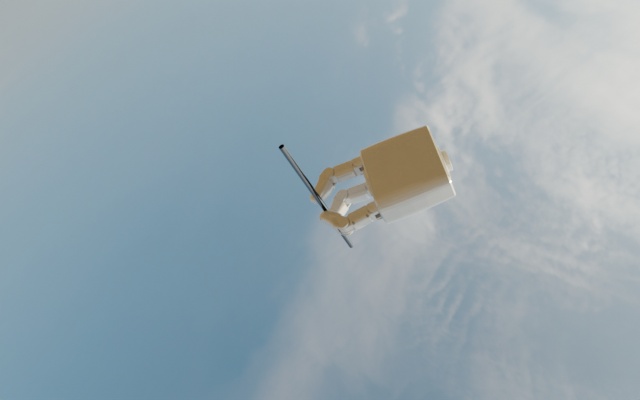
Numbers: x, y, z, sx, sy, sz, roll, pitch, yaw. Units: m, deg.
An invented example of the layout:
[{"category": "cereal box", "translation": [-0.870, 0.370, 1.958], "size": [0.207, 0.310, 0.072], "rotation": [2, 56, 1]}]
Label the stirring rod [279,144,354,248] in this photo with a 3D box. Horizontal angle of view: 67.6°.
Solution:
[{"category": "stirring rod", "translation": [0.000, 0.002, 0.700], "size": [0.011, 0.011, 0.240], "rotation": [0, -37, 32]}]
